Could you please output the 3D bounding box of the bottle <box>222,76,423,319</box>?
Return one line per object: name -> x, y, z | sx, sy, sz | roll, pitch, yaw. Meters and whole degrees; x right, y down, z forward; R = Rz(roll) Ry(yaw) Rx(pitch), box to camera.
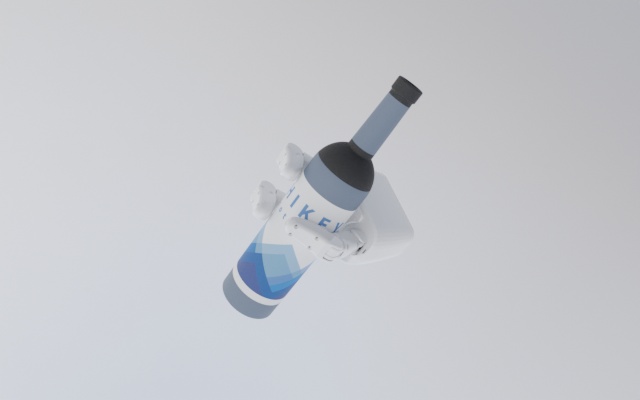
bottle -> 0.000, 0.002, 0.492 | 0.069, 0.296, 0.069 | 31, 23, -15
